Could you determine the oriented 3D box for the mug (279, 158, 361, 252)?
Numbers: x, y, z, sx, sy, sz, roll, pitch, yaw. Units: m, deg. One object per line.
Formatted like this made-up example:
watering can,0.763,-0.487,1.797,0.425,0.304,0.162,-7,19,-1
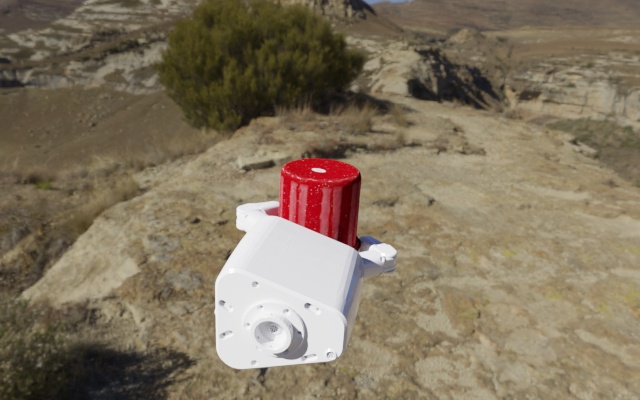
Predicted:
mug,0.000,0.001,0.502,0.093,0.081,0.117,6,21,6
